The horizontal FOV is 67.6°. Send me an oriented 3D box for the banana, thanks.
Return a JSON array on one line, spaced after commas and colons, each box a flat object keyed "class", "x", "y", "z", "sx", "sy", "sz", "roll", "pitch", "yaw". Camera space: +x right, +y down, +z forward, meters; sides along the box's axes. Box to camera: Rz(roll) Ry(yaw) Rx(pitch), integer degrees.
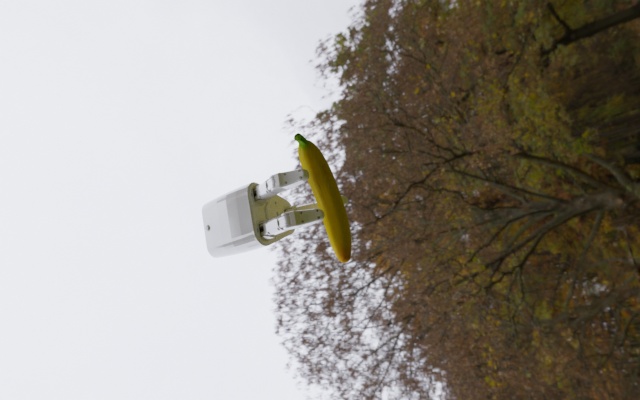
[{"class": "banana", "x": 0.005, "y": -0.006, "z": 0.700, "sx": 0.037, "sy": 0.198, "sz": 0.069, "roll": -18, "pitch": 10, "yaw": 25}]
